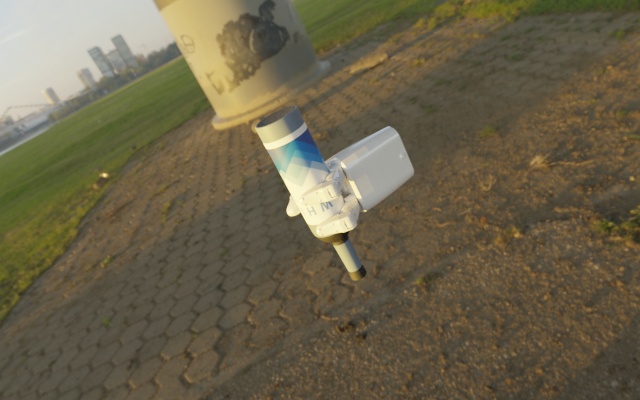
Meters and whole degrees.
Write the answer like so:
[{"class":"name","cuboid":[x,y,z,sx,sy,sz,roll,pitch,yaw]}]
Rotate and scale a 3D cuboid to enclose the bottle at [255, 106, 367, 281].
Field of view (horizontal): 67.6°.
[{"class":"bottle","cuboid":[0.000,0.002,0.729,0.069,0.296,0.069,-23,23,10]}]
